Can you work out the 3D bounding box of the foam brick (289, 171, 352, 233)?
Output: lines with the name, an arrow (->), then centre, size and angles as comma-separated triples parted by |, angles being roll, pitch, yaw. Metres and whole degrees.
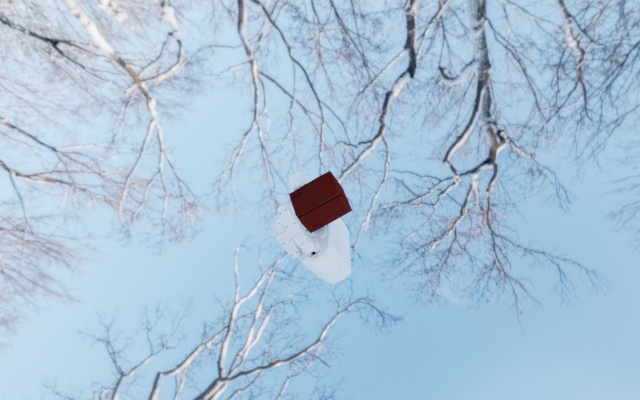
foam brick -> 0.000, 0.002, 0.735 | 0.078, 0.053, 0.051 | -29, -40, 10
